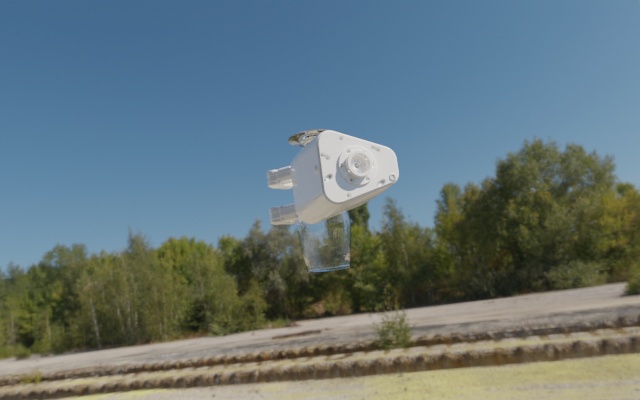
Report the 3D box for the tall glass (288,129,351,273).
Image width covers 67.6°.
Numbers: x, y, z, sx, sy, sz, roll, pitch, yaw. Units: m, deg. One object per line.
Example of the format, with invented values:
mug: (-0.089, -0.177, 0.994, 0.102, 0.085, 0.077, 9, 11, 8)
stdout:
tall glass: (0.000, 0.002, 0.700, 0.079, 0.201, 0.079, -7, -11, -1)
